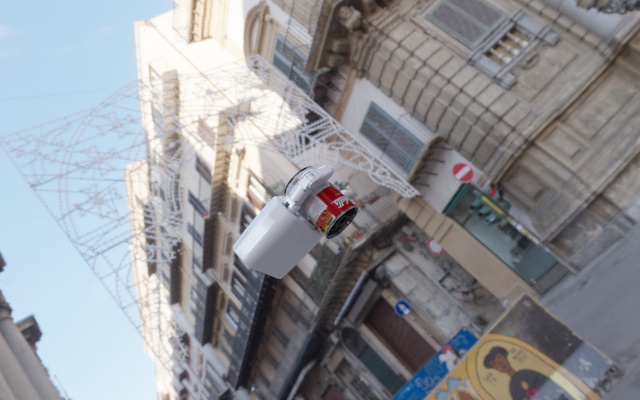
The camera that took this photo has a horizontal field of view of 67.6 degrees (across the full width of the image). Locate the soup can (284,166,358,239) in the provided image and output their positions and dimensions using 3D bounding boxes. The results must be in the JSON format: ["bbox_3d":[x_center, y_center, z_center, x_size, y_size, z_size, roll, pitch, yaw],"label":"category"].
[{"bbox_3d":[0.000,0.002,0.755,0.102,0.068,0.068,44,18,20],"label":"soup can"}]
